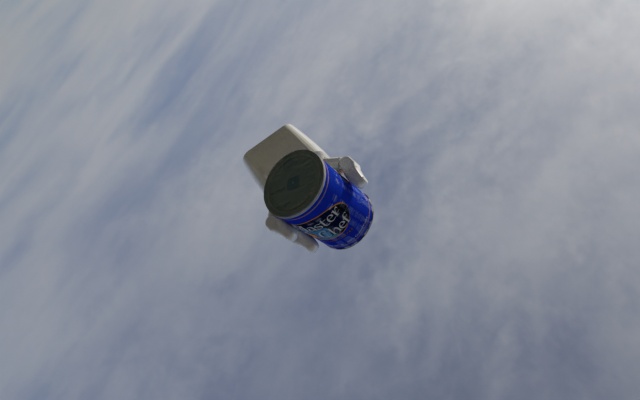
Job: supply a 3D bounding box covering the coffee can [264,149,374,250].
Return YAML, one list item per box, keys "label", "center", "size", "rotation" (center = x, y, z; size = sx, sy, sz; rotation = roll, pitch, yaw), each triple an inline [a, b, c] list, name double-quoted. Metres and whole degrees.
- label: "coffee can"
  center: [0.000, 0.002, 0.702]
  size: [0.103, 0.102, 0.140]
  rotation: [0, -23, 37]
